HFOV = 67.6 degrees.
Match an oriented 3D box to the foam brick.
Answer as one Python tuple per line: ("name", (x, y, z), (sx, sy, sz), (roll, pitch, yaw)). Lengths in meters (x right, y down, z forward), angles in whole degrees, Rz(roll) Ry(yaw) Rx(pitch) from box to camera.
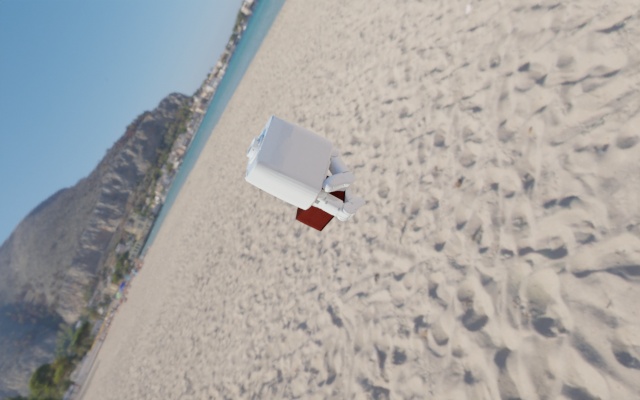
("foam brick", (0.000, 0.003, 0.786), (0.051, 0.053, 0.078), (24, -46, -17))
